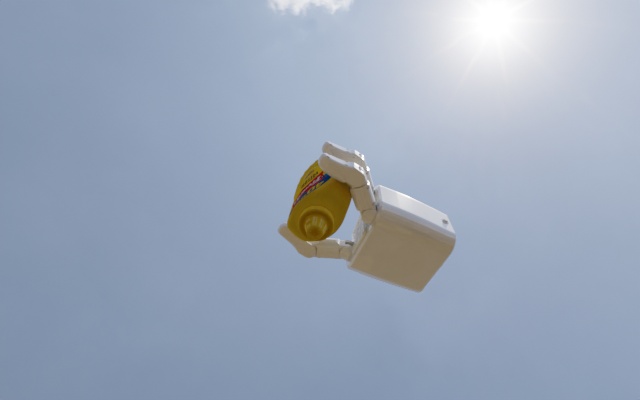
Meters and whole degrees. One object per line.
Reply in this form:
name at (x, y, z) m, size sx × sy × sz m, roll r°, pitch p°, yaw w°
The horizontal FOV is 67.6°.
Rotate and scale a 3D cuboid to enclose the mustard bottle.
mustard bottle at (0.000, 0.002, 0.612) m, size 0.096 × 0.058 × 0.191 m, roll -41°, pitch 14°, yaw 17°
